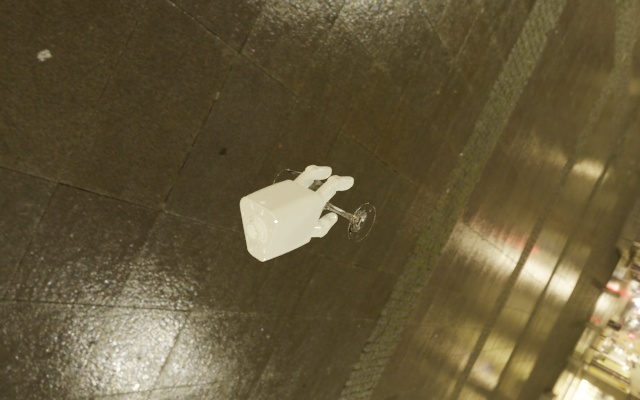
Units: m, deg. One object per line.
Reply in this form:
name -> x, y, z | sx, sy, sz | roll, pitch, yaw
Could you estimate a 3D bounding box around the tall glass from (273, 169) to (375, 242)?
tall glass -> 0.001, 0.003, 0.892 | 0.201, 0.079, 0.079 | 27, 16, 35
